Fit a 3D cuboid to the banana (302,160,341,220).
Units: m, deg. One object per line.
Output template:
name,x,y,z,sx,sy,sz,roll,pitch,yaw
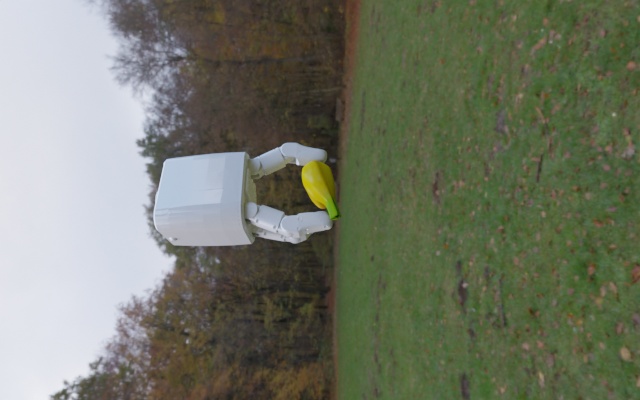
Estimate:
banana,-0.003,-0.016,0.607,0.037,0.069,0.198,-9,4,-1
